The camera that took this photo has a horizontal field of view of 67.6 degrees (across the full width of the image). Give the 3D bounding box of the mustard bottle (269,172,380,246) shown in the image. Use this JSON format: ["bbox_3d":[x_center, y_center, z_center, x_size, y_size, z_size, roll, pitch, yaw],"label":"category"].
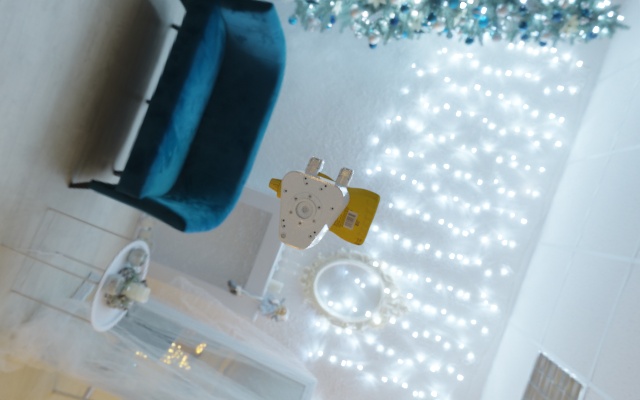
[{"bbox_3d":[0.000,0.003,0.832,0.191,0.096,0.058,21,27,5],"label":"mustard bottle"}]
